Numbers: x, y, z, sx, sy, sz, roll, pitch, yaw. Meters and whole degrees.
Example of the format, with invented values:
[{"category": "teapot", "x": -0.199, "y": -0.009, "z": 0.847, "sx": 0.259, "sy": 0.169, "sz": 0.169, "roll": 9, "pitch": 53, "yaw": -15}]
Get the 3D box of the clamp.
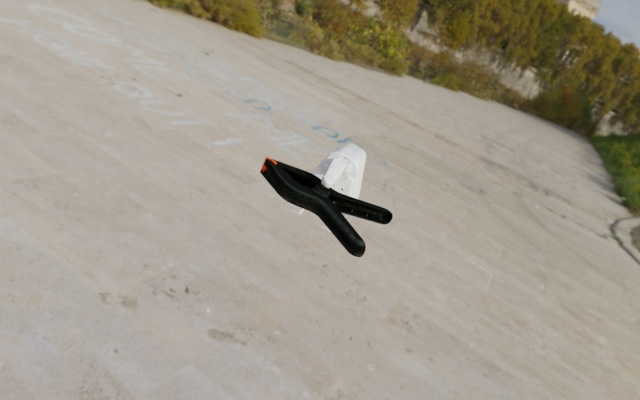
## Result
[{"category": "clamp", "x": 0.000, "y": 0.001, "z": 0.687, "sx": 0.210, "sy": 0.036, "sz": 0.164, "roll": 29, "pitch": 22, "yaw": 5}]
